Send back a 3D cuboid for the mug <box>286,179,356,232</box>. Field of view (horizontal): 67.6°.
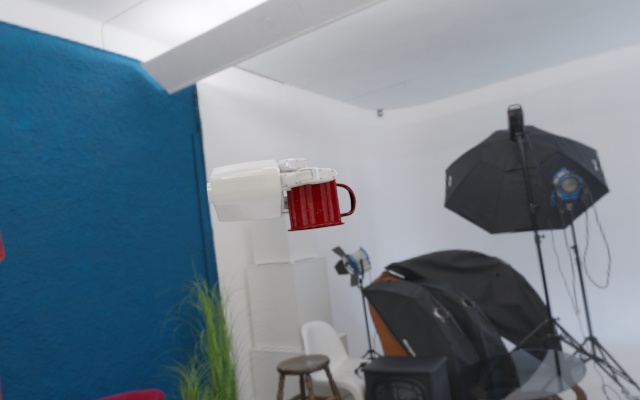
[{"bbox_3d":[0.002,0.002,0.772,0.117,0.081,0.093,-7,-5,-8],"label":"mug"}]
